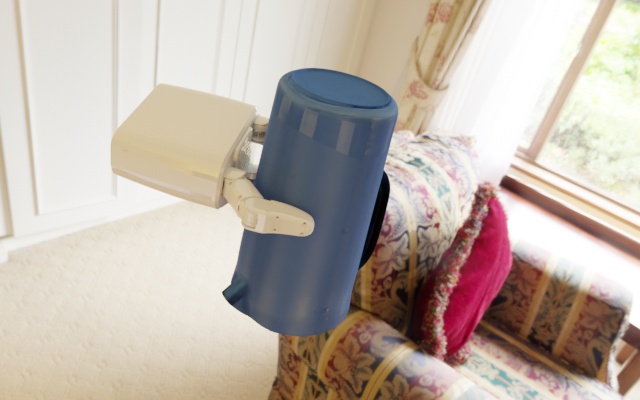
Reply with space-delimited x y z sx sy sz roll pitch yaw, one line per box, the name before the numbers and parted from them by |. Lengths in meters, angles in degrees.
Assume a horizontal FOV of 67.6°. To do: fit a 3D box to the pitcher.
pitcher | 0.000 0.002 0.475 0.145 0.243 0.149 16 30 3
